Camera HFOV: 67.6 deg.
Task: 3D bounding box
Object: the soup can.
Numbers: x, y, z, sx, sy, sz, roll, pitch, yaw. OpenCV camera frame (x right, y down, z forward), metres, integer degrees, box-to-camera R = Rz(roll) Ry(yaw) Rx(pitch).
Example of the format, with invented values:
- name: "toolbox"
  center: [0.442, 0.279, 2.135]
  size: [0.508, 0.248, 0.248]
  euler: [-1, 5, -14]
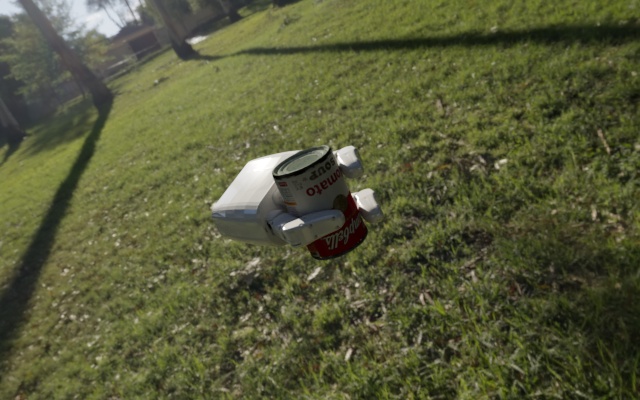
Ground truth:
- name: "soup can"
  center: [0.000, 0.001, 0.499]
  size: [0.068, 0.102, 0.068]
  euler: [-22, 21, 9]
